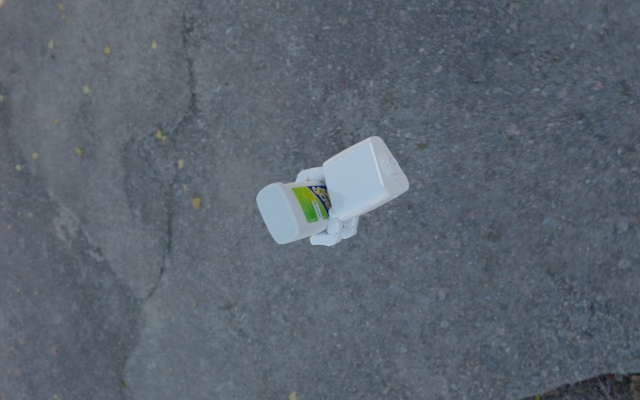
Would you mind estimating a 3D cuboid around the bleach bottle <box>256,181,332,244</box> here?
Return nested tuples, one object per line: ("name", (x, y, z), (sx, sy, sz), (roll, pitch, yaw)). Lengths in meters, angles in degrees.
("bleach bottle", (0.000, 0.003, 0.871), (0.068, 0.102, 0.251), (-28, -7, 35))
